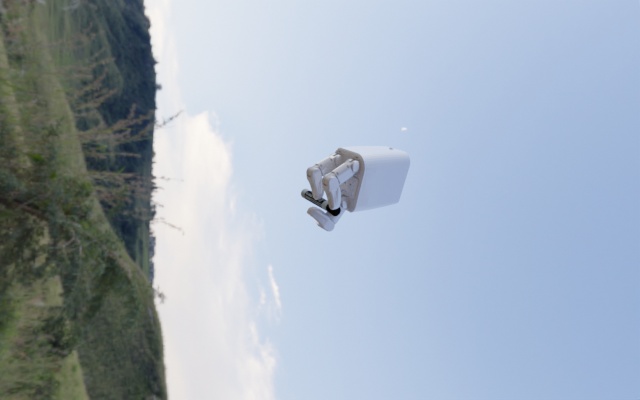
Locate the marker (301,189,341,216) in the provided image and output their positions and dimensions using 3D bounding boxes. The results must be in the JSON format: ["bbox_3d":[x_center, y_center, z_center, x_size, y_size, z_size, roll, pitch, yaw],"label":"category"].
[{"bbox_3d":[0.000,0.003,0.858,0.020,0.020,0.121,0,16,-31],"label":"marker"}]
